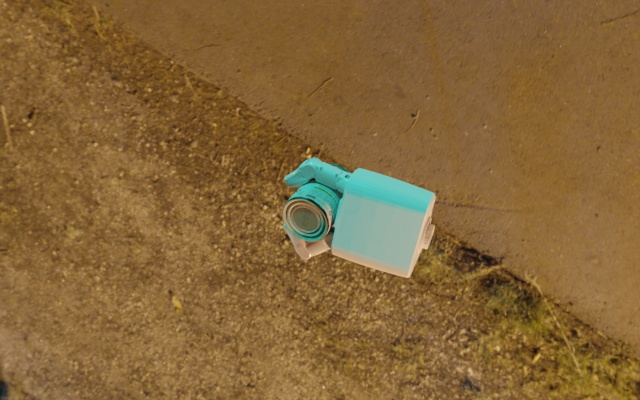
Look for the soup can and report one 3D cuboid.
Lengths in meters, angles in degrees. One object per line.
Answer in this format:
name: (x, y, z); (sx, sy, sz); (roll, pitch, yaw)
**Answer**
soup can: (0.000, 0.002, 0.645); (0.068, 0.068, 0.102); (0, 28, 28)
